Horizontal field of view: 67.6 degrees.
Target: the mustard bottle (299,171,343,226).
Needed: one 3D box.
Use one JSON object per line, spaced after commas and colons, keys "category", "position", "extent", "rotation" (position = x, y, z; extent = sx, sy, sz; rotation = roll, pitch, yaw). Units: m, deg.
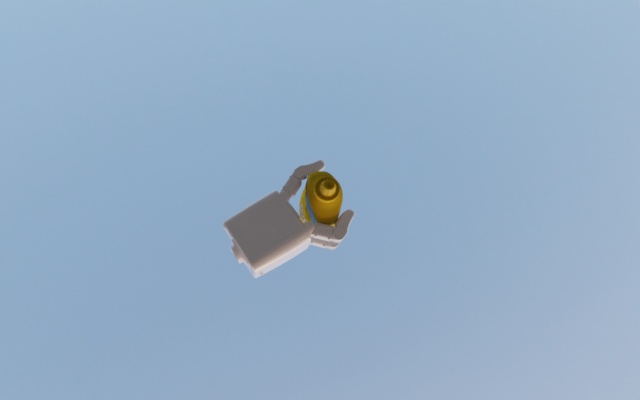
{"category": "mustard bottle", "position": [0.000, 0.003, 0.818], "extent": [0.058, 0.096, 0.192], "rotation": [-7, -15, -9]}
